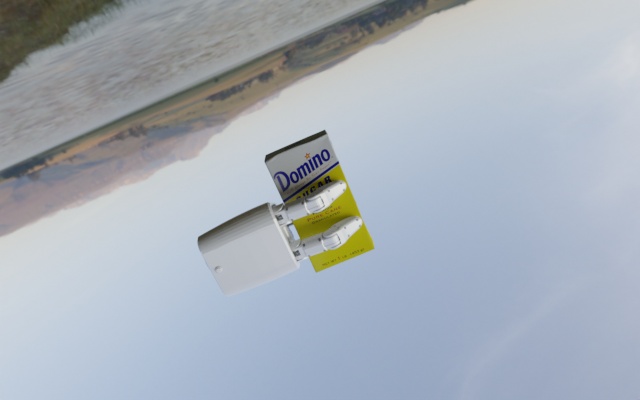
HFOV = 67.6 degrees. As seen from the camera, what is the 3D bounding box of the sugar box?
[{"bbox_3d":[0.000,0.002,0.657,0.093,0.176,0.048,-23,18,4],"label":"sugar box"}]
